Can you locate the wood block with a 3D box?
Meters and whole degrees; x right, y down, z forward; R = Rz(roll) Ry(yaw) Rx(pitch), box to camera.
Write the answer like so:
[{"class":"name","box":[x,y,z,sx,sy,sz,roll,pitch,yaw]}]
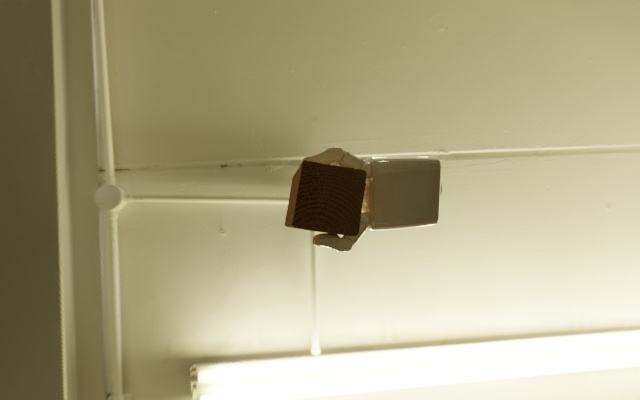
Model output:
[{"class":"wood block","box":[0.000,0.003,0.723,0.090,0.091,0.206,9,-4,-6]}]
